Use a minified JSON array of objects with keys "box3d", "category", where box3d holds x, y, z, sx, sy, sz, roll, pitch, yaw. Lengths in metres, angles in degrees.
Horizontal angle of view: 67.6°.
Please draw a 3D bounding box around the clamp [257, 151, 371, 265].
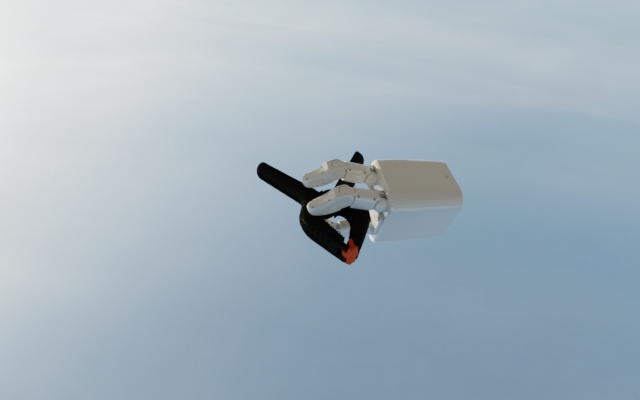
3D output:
[{"box3d":[0.000,0.003,0.654,0.164,0.036,0.209,-4,42,-9],"category":"clamp"}]
